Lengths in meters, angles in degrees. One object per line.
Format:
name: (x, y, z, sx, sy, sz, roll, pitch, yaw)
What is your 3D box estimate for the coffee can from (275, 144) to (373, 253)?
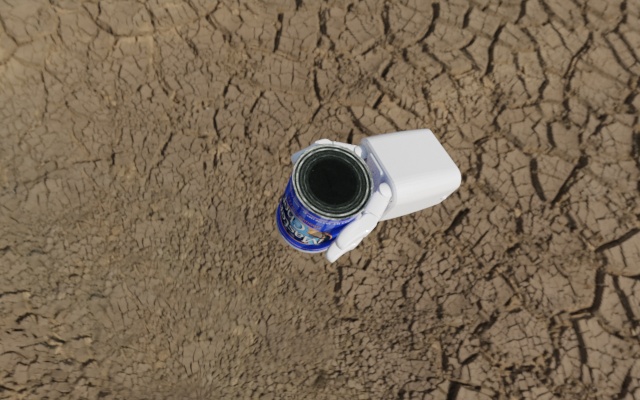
coffee can: (0.000, 0.002, 0.641, 0.103, 0.102, 0.140, 0, -22, -14)
